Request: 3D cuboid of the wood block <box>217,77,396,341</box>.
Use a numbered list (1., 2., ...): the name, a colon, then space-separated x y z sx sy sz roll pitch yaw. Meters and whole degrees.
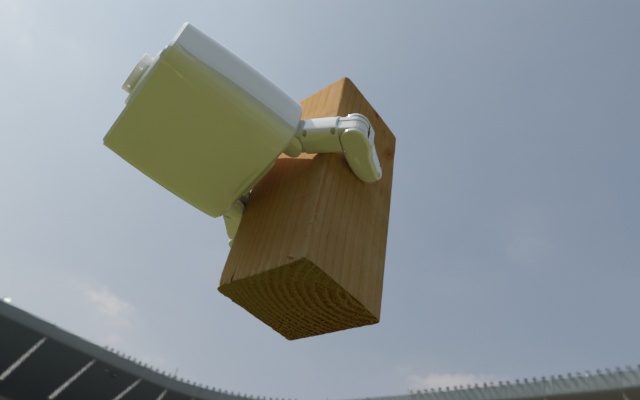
1. wood block: 0.000 0.001 0.413 0.091 0.206 0.090 -22 -51 33
